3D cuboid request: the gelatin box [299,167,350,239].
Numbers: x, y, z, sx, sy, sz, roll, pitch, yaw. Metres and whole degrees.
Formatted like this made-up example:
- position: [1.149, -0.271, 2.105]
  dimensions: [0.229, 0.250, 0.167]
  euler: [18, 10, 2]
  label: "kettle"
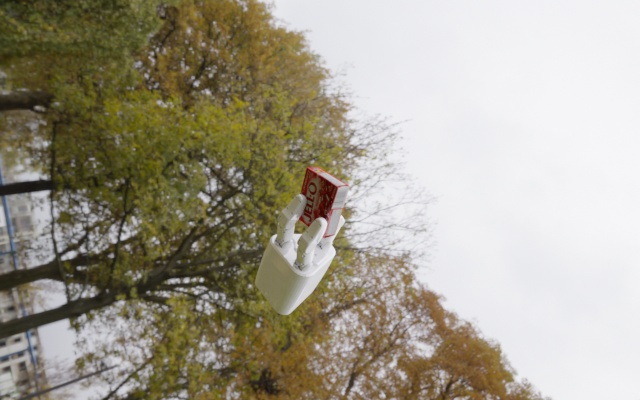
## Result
- position: [0.001, 0.002, 0.740]
  dimensions: [0.030, 0.089, 0.073]
  euler: [-6, 31, -44]
  label: "gelatin box"
